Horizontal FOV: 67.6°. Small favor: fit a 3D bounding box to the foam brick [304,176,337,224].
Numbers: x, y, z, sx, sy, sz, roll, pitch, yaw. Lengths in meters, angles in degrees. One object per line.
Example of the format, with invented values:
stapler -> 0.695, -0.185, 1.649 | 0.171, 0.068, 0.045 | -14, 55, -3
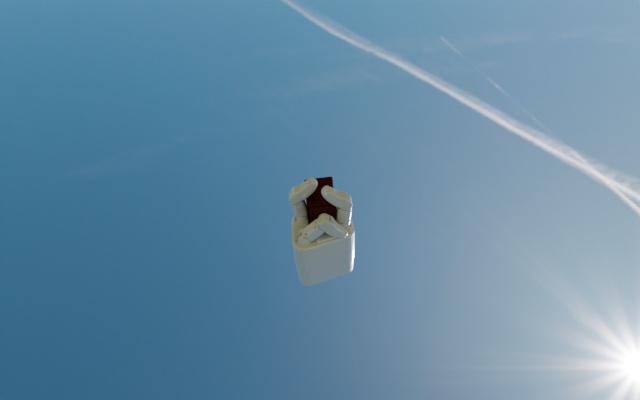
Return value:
foam brick -> 0.000, 0.003, 0.850 | 0.053, 0.051, 0.078 | -5, 41, 0
